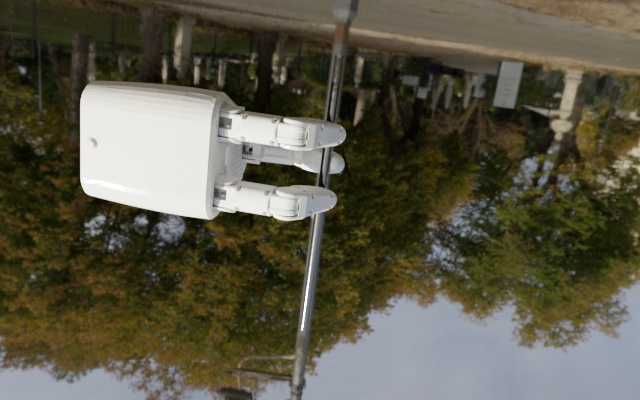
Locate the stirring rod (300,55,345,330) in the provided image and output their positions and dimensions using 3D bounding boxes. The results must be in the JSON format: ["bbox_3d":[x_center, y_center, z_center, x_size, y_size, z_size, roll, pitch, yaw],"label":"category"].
[{"bbox_3d":[0.000,0.001,0.407,0.011,0.239,0.011,7,15,-2],"label":"stirring rod"}]
